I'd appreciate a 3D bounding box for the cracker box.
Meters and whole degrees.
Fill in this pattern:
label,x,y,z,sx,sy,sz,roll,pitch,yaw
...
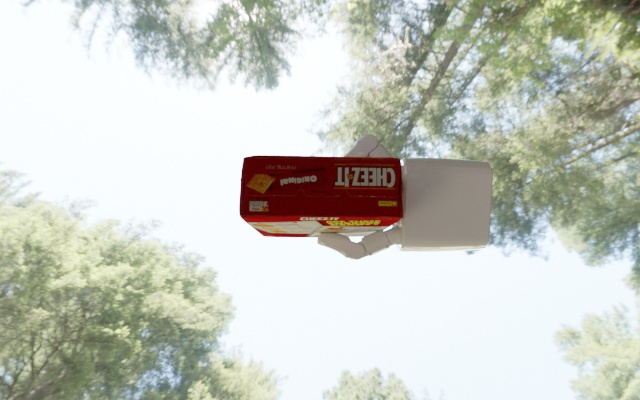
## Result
label,x,y,z,sx,sy,sz,roll,pitch,yaw
cracker box,0.000,0.002,0.577,0.164,0.072,0.214,0,-10,-1
